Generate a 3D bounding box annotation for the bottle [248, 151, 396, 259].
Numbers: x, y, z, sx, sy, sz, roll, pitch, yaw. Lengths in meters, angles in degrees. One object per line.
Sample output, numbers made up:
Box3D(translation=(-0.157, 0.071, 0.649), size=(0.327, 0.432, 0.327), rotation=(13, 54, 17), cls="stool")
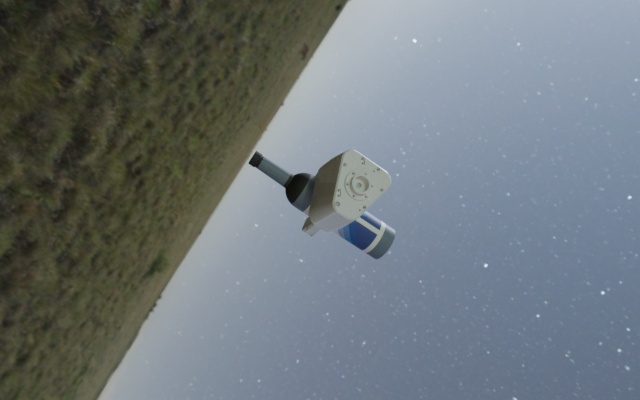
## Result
Box3D(translation=(0.000, 0.003, 0.871), size=(0.296, 0.069, 0.069), rotation=(33, -7, -11), cls="bottle")
